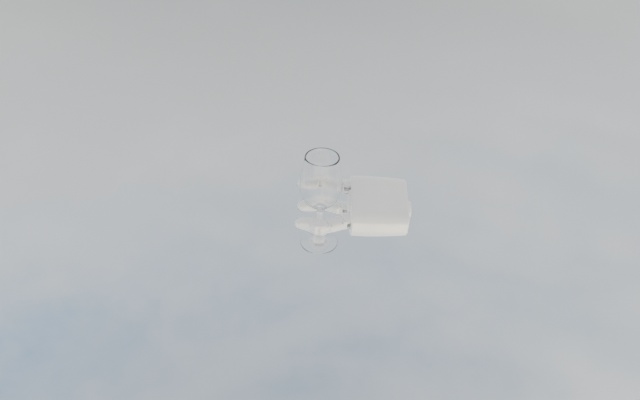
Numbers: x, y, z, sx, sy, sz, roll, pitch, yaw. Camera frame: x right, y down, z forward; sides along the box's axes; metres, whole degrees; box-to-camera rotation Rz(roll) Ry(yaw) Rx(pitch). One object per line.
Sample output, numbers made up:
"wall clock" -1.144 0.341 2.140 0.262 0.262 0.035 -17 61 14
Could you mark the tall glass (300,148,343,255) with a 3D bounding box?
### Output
"tall glass" 0.000 0.003 0.888 0.079 0.201 0.079 1 38 -1
